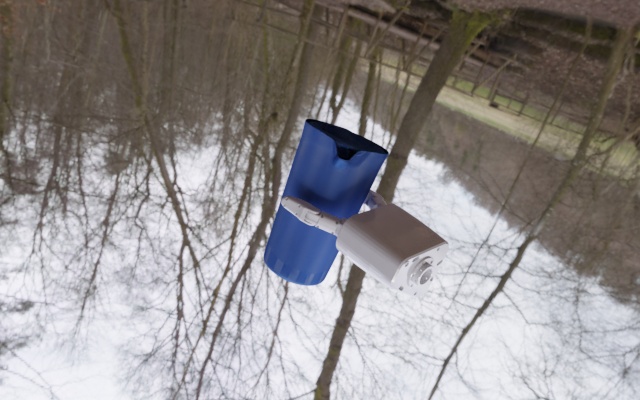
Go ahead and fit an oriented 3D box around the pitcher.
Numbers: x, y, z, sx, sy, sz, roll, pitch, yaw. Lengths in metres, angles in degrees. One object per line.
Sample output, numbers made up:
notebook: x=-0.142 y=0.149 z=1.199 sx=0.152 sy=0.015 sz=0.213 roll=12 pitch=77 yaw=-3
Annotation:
pitcher: x=0.000 y=0.003 z=0.751 sx=0.149 sy=0.243 sz=0.145 roll=3 pitch=25 yaw=-48
